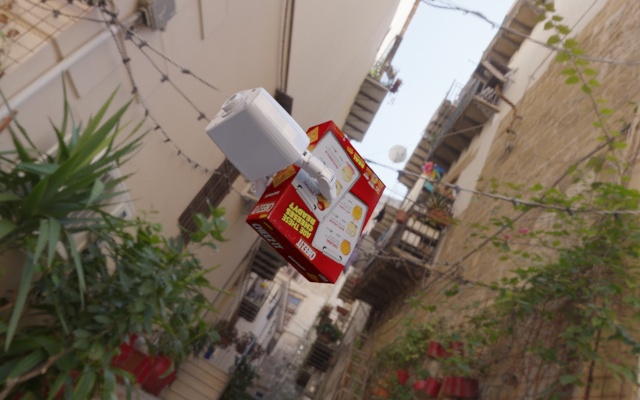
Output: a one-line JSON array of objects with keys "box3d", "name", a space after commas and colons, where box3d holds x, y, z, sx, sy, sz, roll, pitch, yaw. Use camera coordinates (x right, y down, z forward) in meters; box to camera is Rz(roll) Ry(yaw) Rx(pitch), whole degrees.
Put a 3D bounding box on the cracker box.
[{"box3d": [0.000, 0.002, 0.781, 0.072, 0.213, 0.164, -9, -48, 49], "name": "cracker box"}]
